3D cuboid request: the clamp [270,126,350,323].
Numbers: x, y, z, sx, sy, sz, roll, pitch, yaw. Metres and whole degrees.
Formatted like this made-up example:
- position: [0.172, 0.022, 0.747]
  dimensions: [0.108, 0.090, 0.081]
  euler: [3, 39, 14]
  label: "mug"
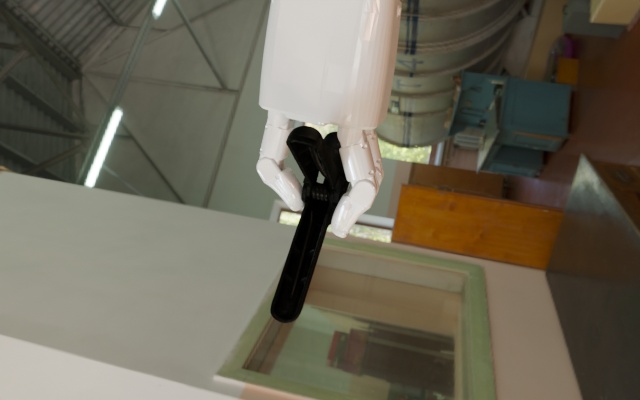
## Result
- position: [-0.001, 0.001, 0.441]
  dimensions: [0.036, 0.165, 0.210]
  euler: [13, 19, 10]
  label: "clamp"
